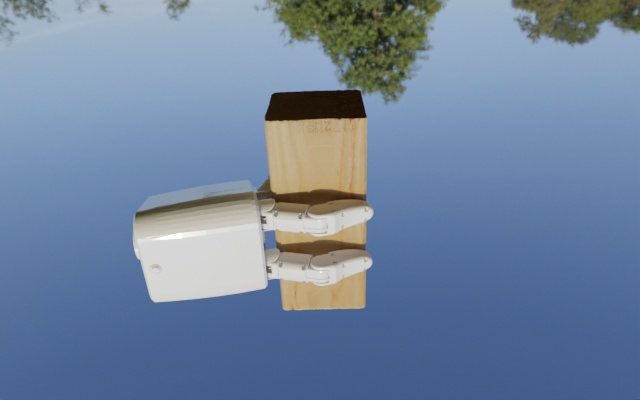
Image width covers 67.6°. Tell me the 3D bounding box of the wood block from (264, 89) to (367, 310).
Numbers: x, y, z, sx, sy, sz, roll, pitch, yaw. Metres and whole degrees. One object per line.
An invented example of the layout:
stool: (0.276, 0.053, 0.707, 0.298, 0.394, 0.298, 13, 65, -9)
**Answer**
wood block: (0.000, 0.002, 0.485, 0.090, 0.206, 0.090, -2, 29, 1)
